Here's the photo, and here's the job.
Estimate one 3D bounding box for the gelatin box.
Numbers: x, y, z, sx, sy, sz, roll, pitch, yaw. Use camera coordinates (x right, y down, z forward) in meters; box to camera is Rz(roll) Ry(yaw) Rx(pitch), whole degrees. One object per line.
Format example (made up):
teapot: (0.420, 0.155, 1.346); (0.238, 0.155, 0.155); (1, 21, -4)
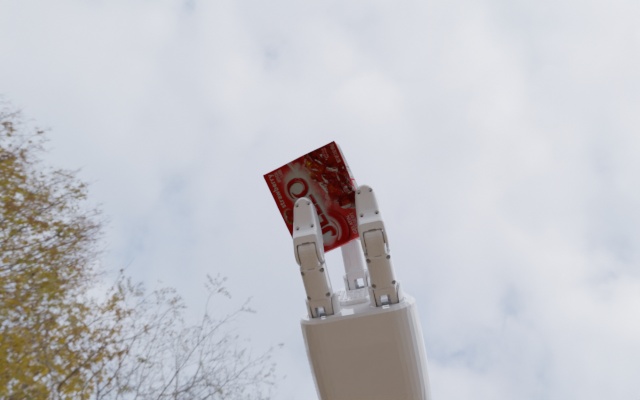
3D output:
gelatin box: (0.000, 0.001, 0.434); (0.073, 0.089, 0.030); (-25, -5, 9)
